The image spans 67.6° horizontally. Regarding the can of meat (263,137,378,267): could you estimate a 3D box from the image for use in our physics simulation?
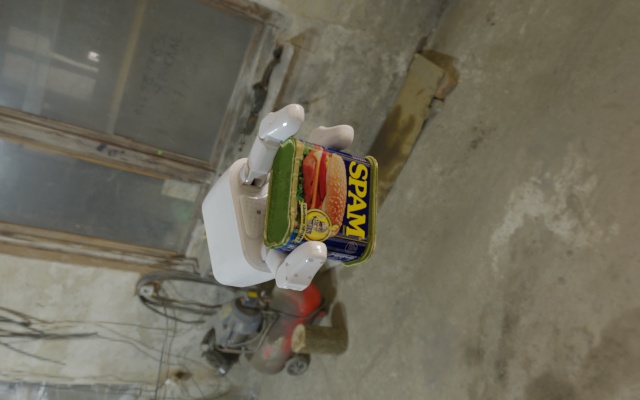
[{"bbox_3d":[0.000,0.001,0.424,0.084,0.102,0.057,13,-20,-27],"label":"can of meat"}]
